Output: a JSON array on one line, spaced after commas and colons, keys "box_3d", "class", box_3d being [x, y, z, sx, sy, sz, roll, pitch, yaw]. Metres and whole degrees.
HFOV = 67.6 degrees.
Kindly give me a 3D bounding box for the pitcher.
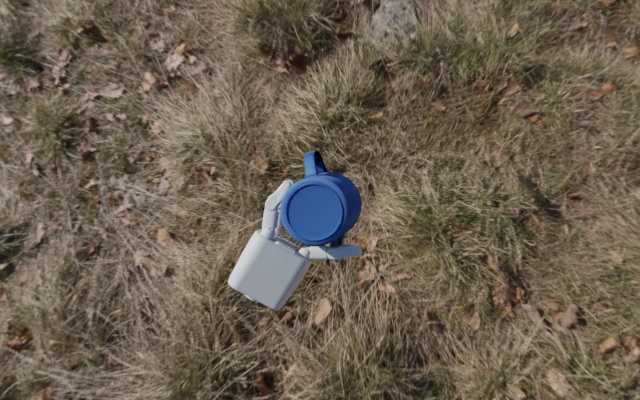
[{"box_3d": [0.000, 0.003, 0.842, 0.149, 0.145, 0.243, 34, 5, 4], "class": "pitcher"}]
